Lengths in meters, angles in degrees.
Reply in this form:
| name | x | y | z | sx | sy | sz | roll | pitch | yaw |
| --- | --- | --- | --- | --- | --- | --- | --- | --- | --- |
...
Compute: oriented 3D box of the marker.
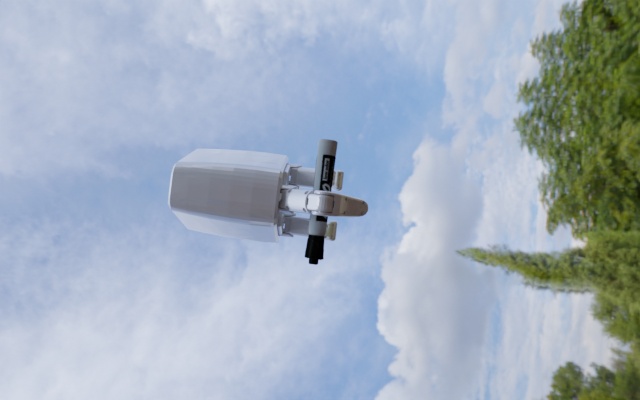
| name | x | y | z | sx | sy | sz | roll | pitch | yaw |
| --- | --- | --- | --- | --- | --- | --- | --- | --- | --- |
| marker | 0.000 | 0.002 | 0.463 | 0.020 | 0.121 | 0.020 | 7 | -2 | 0 |
